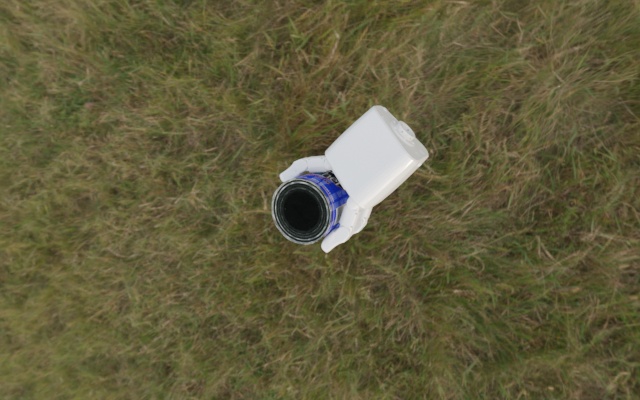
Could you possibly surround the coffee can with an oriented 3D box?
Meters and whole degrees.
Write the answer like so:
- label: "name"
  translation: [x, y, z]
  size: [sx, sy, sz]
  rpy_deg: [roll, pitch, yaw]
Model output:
- label: "coffee can"
  translation: [0.000, 0.003, 0.774]
  size: [0.103, 0.103, 0.140]
  rpy_deg: [0, 12, 26]
